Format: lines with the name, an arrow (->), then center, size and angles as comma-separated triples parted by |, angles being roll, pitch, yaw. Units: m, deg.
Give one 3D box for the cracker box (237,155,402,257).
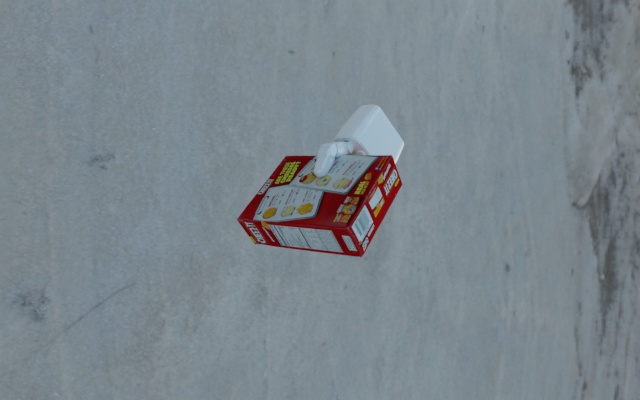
cracker box -> 0.000, 0.002, 0.763 | 0.213, 0.072, 0.164 | 2, 44, 36
